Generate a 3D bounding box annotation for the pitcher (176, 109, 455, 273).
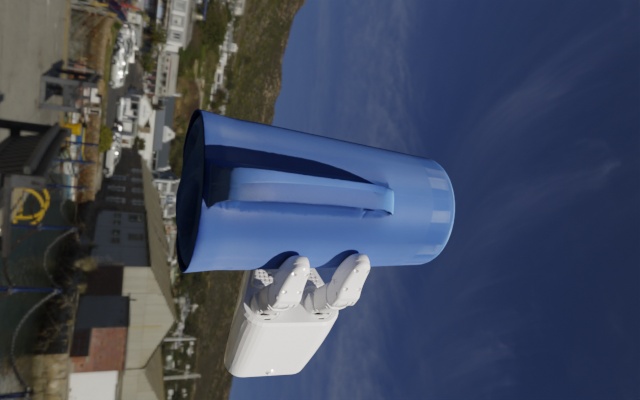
[{"bbox_3d":[0.000,0.001,0.426,0.243,0.145,0.149,5,39,-23],"label":"pitcher"}]
